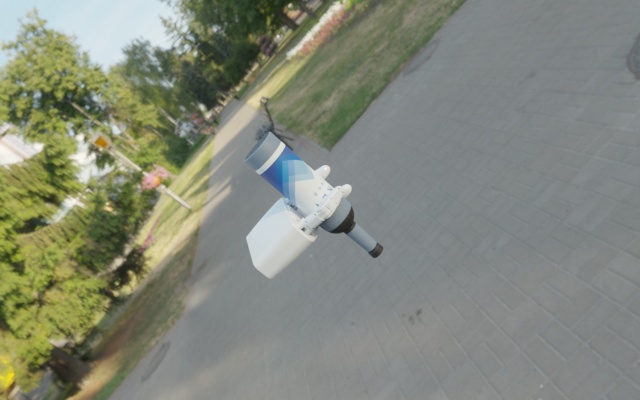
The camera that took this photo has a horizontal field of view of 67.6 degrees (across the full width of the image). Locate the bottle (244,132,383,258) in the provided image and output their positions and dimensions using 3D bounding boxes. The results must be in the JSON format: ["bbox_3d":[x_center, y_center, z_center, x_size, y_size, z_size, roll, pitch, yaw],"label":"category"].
[{"bbox_3d":[0.000,0.003,0.839,0.296,0.069,0.069,41,-14,-16],"label":"bottle"}]
